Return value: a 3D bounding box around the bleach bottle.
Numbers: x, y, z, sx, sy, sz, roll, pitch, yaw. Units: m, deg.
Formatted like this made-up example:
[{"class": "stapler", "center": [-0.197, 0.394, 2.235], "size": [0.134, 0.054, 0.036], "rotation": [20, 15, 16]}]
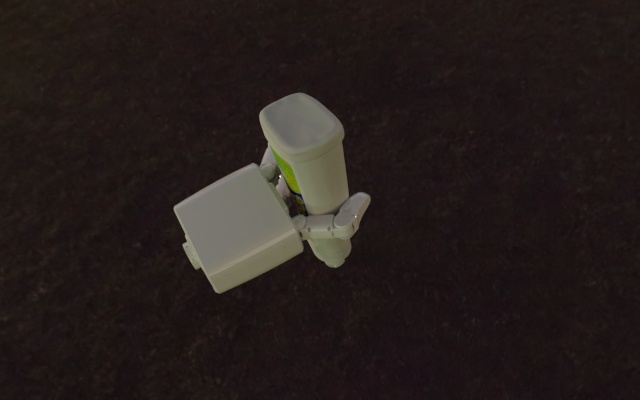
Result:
[{"class": "bleach bottle", "center": [0.000, 0.002, 0.570], "size": [0.068, 0.251, 0.102], "rotation": [-28, 47, -12]}]
